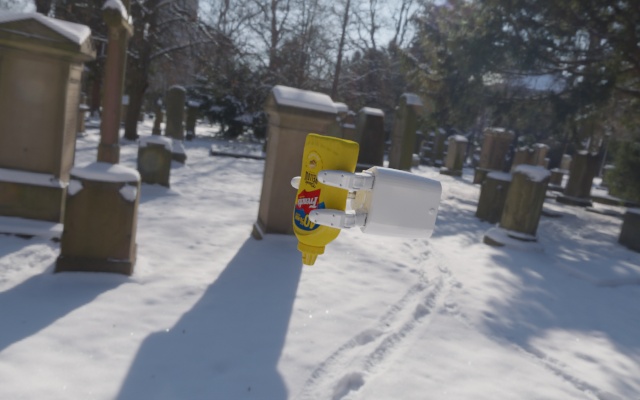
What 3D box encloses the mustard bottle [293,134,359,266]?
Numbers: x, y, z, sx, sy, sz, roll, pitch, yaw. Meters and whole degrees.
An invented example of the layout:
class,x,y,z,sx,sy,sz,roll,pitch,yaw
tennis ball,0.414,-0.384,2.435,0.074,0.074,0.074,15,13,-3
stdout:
class,x,y,z,sx,sy,sz,roll,pitch,yaw
mustard bottle,0.000,0.002,0.700,0.058,0.191,0.096,4,11,-37
